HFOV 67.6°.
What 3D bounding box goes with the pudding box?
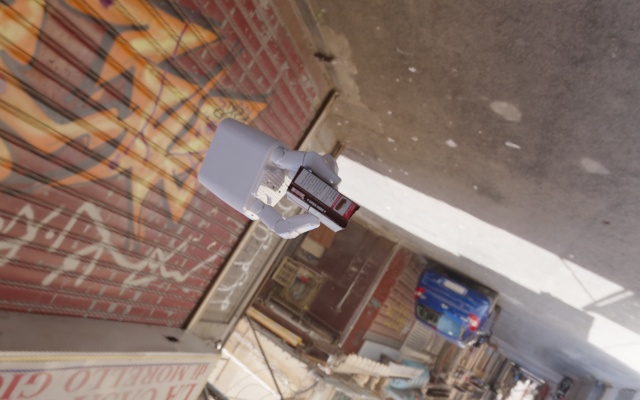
[{"bbox_3d":[0.000,0.002,0.627,0.090,0.039,0.113,34,-5,1],"label":"pudding box"}]
